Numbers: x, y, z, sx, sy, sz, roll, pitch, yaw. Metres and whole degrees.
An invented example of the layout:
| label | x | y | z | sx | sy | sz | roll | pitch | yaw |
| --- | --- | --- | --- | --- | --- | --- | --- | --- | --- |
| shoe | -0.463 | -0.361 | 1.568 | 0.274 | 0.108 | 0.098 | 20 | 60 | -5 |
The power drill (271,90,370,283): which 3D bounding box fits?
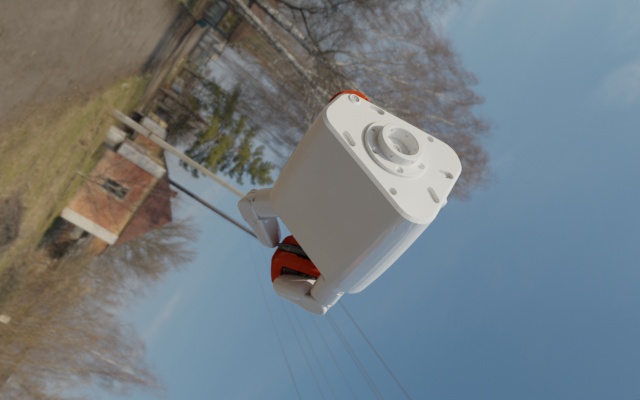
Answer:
| label | x | y | z | sx | sy | sz | roll | pitch | yaw |
| --- | --- | --- | --- | --- | --- | --- | --- | --- | --- |
| power drill | 0.000 | 0.002 | 0.508 | 0.057 | 0.187 | 0.184 | 16 | -23 | 1 |
